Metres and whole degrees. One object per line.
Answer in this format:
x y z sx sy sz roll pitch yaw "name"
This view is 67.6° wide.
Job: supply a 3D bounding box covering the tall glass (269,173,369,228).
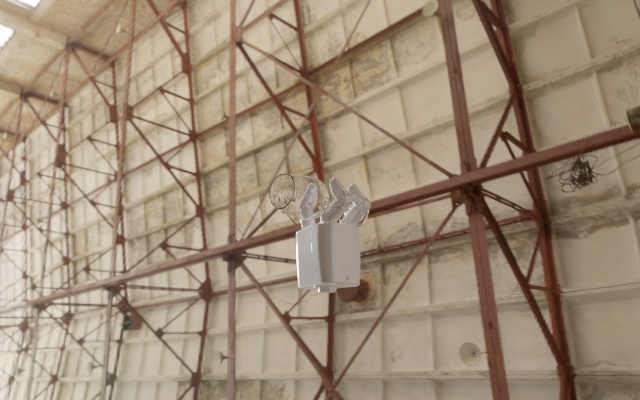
0.001 0.003 0.873 0.079 0.079 0.201 0 -11 42 "tall glass"
